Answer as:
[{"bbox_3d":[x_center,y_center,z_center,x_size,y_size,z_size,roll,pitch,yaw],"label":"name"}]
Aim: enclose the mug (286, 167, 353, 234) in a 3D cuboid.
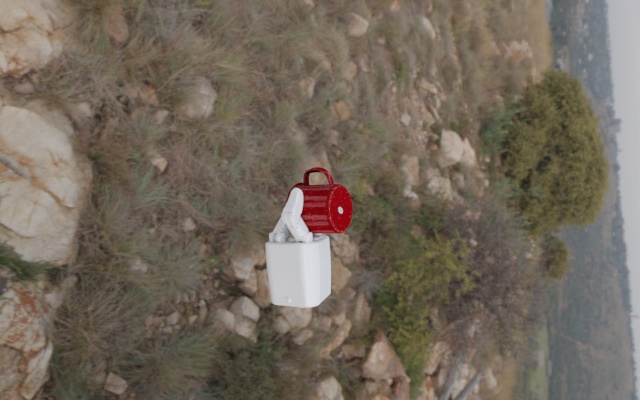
[{"bbox_3d":[0.000,0.001,0.798,0.081,0.117,0.093,-2,4,32],"label":"mug"}]
